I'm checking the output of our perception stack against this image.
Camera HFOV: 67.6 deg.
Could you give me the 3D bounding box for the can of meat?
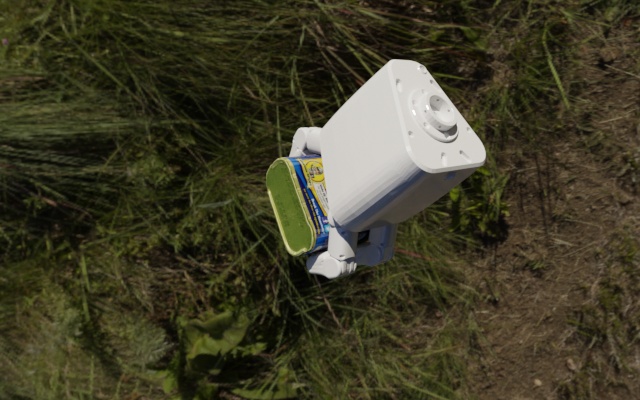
[{"bbox_3d":[0.000,0.002,0.486,0.084,0.102,0.057,-9,-17,-37],"label":"can of meat"}]
